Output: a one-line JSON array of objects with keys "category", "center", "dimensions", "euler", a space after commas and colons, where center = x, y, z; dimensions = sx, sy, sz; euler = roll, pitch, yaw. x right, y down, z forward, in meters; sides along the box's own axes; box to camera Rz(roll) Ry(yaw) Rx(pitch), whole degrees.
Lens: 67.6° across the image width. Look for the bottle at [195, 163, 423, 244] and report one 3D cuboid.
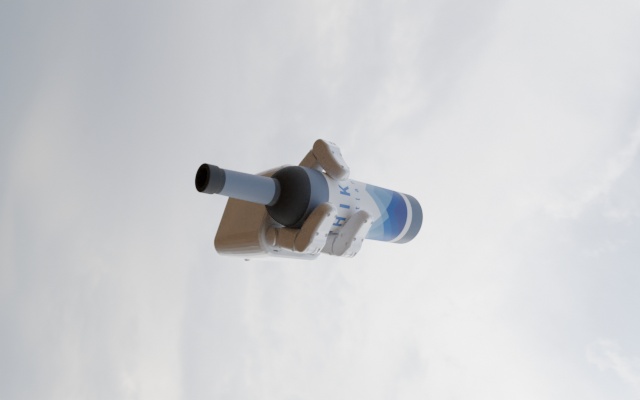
[{"category": "bottle", "center": [0.000, 0.002, 0.530], "dimensions": [0.296, 0.069, 0.069], "euler": [12, -8, -42]}]
